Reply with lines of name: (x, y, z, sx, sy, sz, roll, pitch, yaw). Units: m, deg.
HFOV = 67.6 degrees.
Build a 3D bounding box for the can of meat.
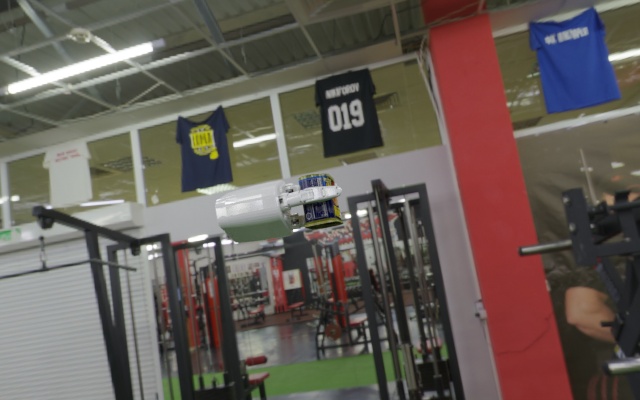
can of meat: (0.000, 0.002, 0.814, 0.057, 0.084, 0.102, -12, -8, 9)
